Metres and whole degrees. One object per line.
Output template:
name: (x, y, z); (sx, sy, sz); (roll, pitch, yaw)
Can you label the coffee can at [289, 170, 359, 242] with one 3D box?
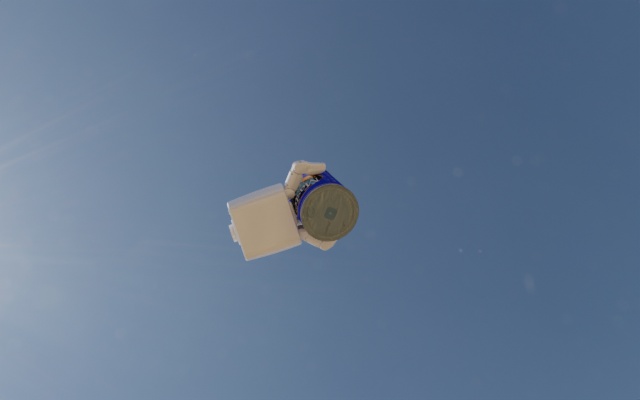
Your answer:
coffee can: (0.000, 0.003, 0.875); (0.103, 0.103, 0.140); (0, 16, -15)
